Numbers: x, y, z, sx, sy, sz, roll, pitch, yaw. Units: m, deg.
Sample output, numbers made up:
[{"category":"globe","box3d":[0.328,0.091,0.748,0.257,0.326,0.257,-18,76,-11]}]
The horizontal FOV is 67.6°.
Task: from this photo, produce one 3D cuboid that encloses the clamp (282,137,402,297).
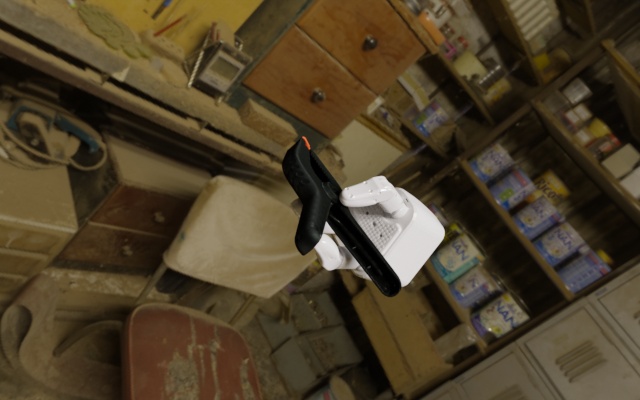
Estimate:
[{"category":"clamp","box3d":[0.001,0.001,0.512,0.036,0.210,0.165,-39,-35,16]}]
